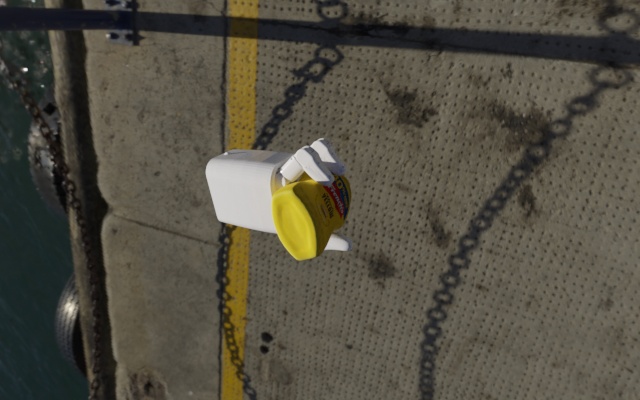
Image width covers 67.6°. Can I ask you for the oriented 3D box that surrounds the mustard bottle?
[{"bbox_3d":[0.000,0.002,0.671,0.058,0.096,0.191,-17,12,26],"label":"mustard bottle"}]
